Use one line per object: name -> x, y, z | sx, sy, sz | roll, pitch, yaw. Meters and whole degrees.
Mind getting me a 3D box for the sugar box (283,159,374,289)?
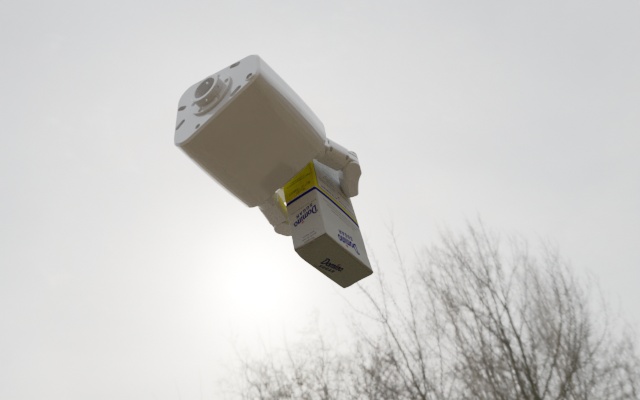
sugar box -> 0.000, 0.002, 0.531 | 0.048, 0.176, 0.093 | -30, -47, 20
